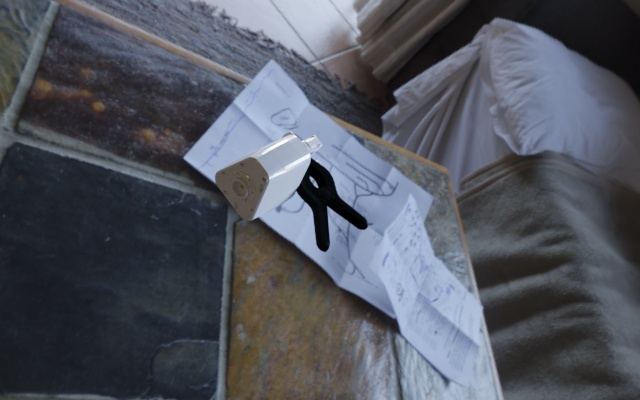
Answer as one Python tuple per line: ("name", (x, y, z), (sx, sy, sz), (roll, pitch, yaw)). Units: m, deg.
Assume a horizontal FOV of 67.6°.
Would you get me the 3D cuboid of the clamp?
("clamp", (0.000, 0.002, 0.804), (0.039, 0.171, 0.120), (-39, -2, 40))
